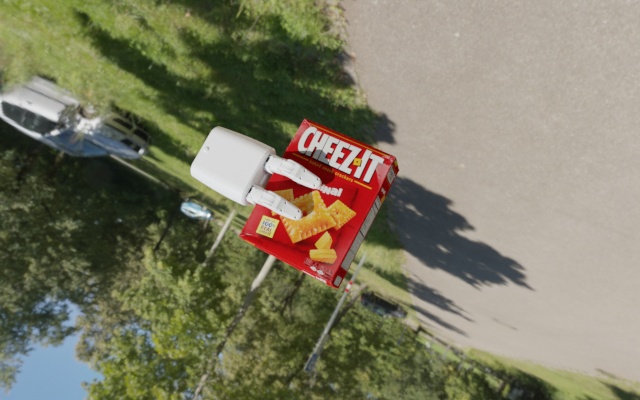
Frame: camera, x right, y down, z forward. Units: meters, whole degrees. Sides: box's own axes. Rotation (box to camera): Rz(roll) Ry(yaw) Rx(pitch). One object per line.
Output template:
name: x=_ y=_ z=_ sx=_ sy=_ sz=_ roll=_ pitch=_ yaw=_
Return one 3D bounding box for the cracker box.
cracker box: x=0.000 y=0.003 z=0.736 sx=0.164 sy=0.213 sz=0.072 roll=26 pitch=-8 yaw=17
